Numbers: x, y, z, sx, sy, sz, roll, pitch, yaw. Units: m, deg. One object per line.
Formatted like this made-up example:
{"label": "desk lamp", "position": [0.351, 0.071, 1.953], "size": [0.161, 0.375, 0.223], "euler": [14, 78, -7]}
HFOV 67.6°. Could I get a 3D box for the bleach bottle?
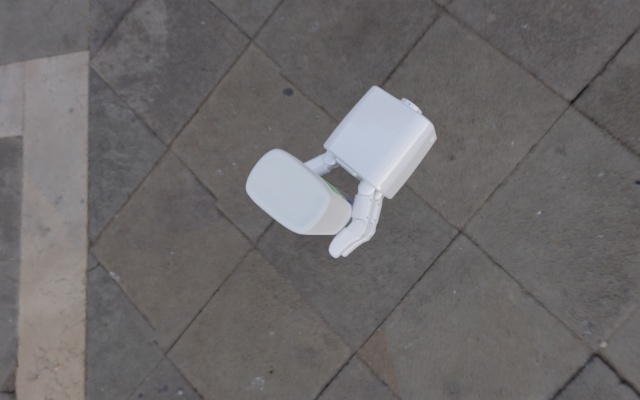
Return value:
{"label": "bleach bottle", "position": [0.000, 0.002, 0.634], "size": [0.102, 0.068, 0.251], "euler": [39, 6, 16]}
